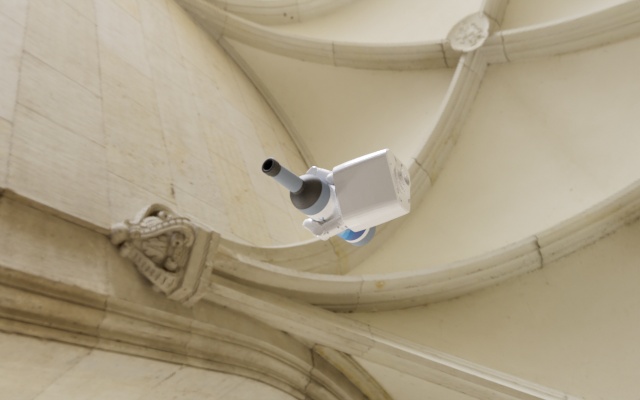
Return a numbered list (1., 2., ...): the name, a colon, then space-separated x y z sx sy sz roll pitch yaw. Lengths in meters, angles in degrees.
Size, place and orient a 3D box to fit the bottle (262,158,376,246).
1. bottle: 0.000 0.003 0.851 0.069 0.069 0.296 0 -23 37
